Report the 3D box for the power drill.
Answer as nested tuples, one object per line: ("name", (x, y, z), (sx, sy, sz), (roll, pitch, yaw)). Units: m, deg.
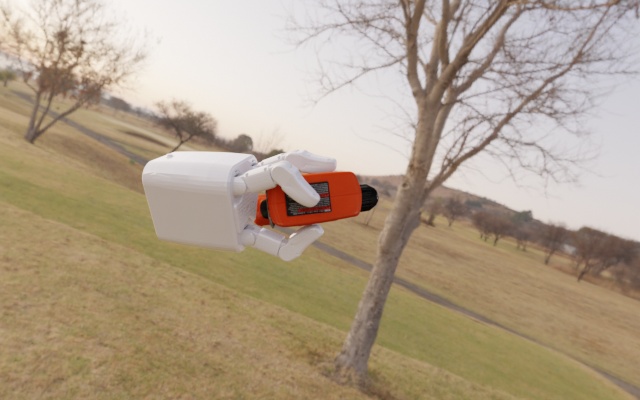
("power drill", (0.000, 0.002, 0.618), (0.184, 0.057, 0.187), (-9, -4, -6))
